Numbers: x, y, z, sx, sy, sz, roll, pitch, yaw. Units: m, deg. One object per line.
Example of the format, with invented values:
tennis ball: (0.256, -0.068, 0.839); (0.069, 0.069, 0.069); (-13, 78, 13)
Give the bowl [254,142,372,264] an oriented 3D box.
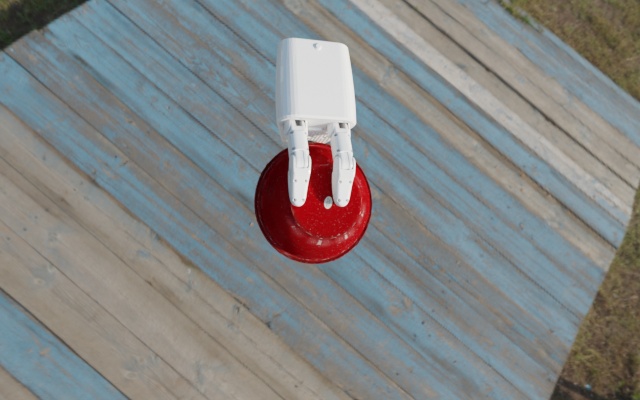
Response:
bowl: (0.001, 0.003, 0.605); (0.162, 0.162, 0.055); (0, -2, -17)
